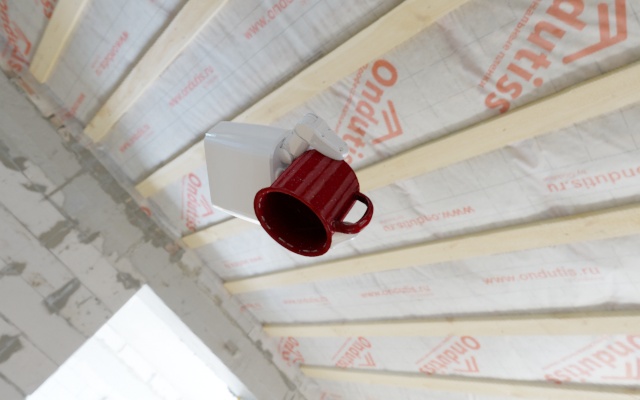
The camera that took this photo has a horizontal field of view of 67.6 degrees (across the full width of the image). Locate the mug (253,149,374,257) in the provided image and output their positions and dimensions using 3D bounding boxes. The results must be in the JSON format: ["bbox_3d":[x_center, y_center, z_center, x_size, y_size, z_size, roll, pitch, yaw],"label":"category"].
[{"bbox_3d":[0.001,0.002,0.500,0.117,0.093,0.081,15,46,27],"label":"mug"}]
